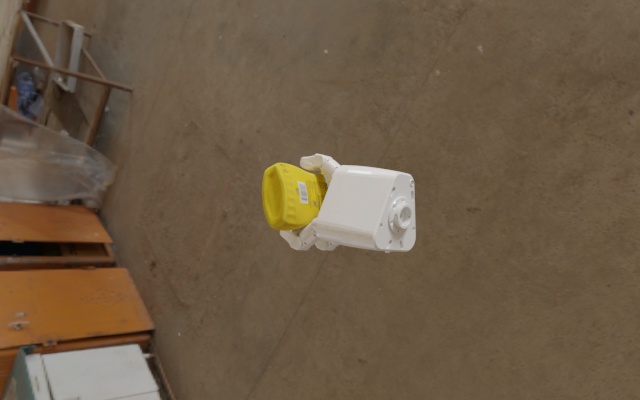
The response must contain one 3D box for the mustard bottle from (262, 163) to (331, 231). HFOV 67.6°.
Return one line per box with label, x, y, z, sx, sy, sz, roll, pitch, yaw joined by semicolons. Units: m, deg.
mustard bottle;0.000;0.002;0.747;0.191;0.096;0.058;8;-25;-44
